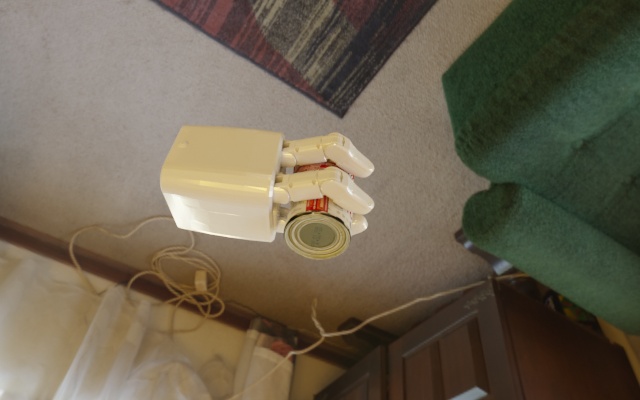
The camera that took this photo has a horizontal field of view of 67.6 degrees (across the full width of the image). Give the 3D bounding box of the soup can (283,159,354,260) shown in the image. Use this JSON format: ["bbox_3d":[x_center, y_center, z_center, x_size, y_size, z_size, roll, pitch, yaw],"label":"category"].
[{"bbox_3d":[0.001,0.002,0.496,0.068,0.069,0.102,0,43,6],"label":"soup can"}]
